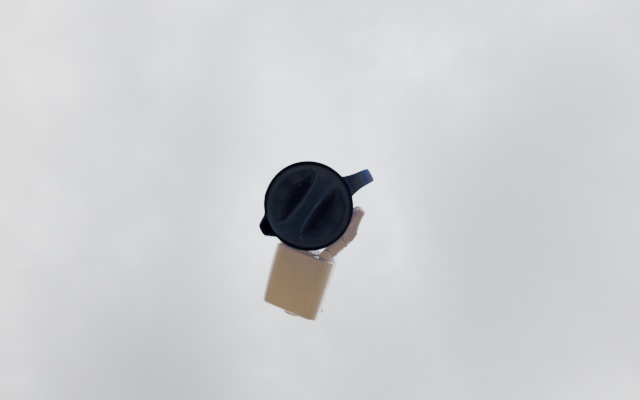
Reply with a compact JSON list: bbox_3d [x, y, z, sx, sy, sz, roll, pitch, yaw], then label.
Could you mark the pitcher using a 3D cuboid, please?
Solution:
[{"bbox_3d":[0.000,0.003,0.814,0.149,0.145,0.243,16,2,4],"label":"pitcher"}]
